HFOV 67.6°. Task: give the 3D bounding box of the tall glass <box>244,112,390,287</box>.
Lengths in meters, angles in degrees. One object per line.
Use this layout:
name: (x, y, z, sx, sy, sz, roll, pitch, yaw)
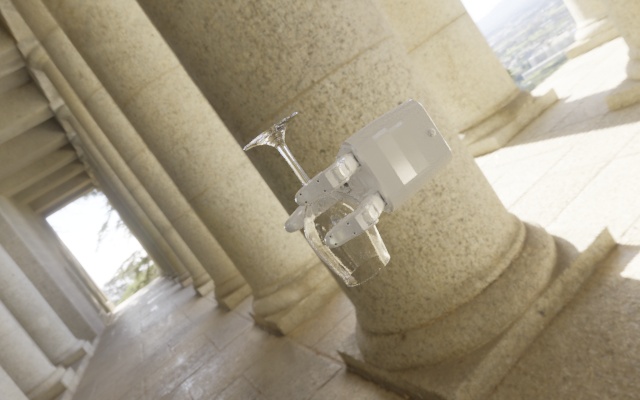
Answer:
tall glass: (0.000, 0.001, 0.553, 0.079, 0.201, 0.079, -34, 7, 5)
